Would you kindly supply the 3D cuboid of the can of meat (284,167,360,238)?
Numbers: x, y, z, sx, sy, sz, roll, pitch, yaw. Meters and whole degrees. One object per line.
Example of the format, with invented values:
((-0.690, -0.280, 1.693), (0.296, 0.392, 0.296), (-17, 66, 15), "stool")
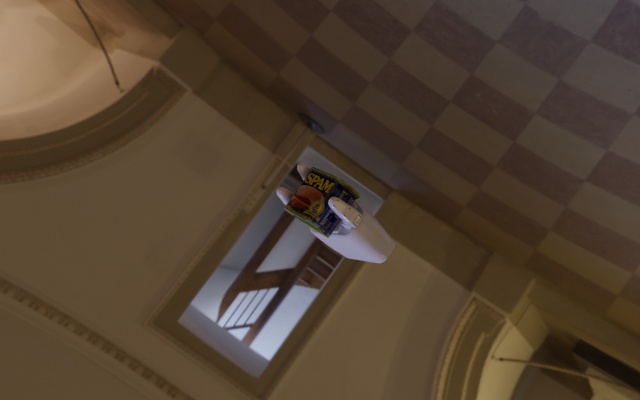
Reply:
((0.000, 0.003, 0.768), (0.057, 0.084, 0.102), (41, -9, -39), "can of meat")
